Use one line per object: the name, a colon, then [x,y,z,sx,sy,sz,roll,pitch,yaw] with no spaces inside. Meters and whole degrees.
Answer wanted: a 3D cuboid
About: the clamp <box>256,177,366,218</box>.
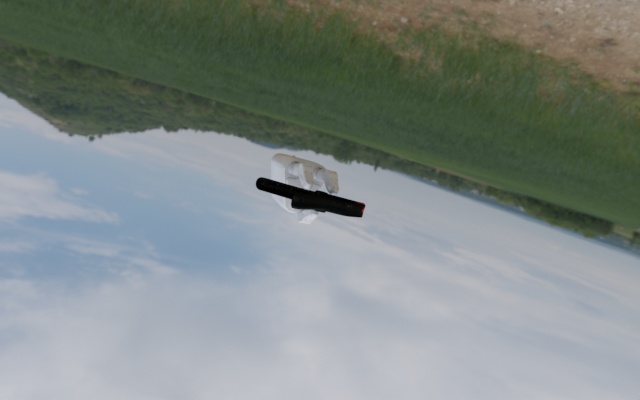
clamp: [0.000,0.004,0.872,0.210,0.036,0.164,13,7,-25]
